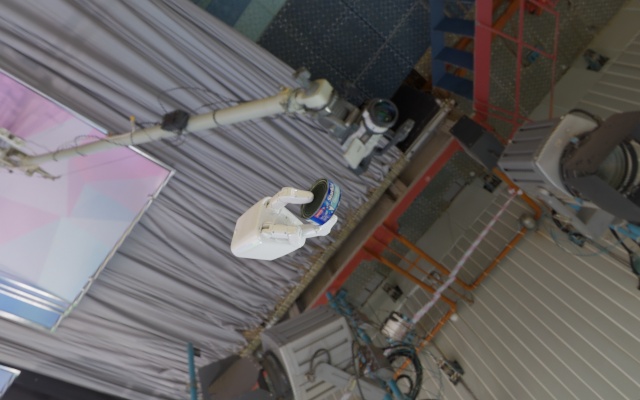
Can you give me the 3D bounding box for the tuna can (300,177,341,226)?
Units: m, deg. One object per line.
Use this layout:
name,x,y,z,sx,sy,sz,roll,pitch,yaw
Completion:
tuna can,0.001,0.003,0.873,0.034,0.086,0.086,29,-13,-23
